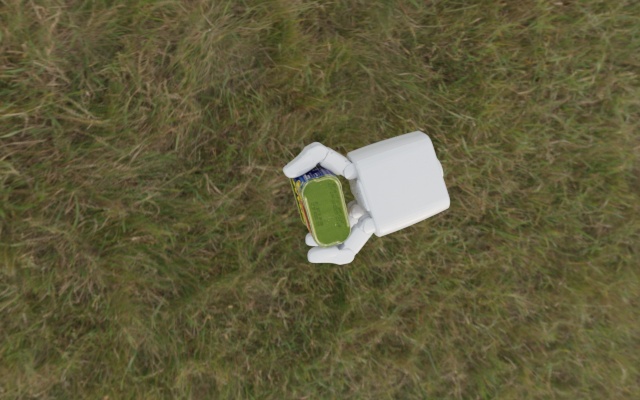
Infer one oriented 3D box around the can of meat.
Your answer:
[{"bbox_3d":[0.000,0.002,0.638,0.057,0.102,0.084,-18,22,-7],"label":"can of meat"}]
